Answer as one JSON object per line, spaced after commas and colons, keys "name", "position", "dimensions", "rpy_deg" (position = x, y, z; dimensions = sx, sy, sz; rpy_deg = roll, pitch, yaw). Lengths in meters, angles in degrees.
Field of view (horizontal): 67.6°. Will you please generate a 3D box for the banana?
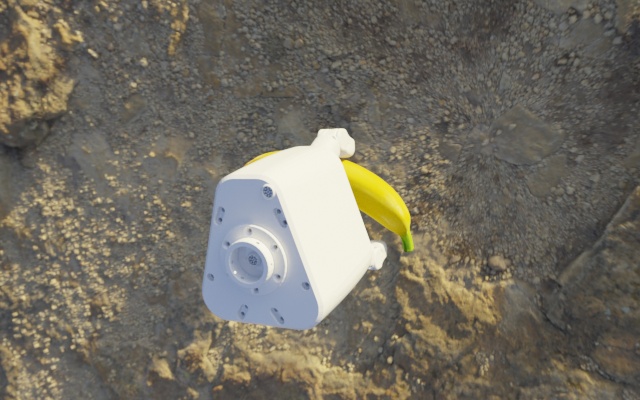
{"name": "banana", "position": [0.008, -0.013, 0.474], "dimensions": [0.198, 0.070, 0.037], "rpy_deg": [25, 30, 13]}
